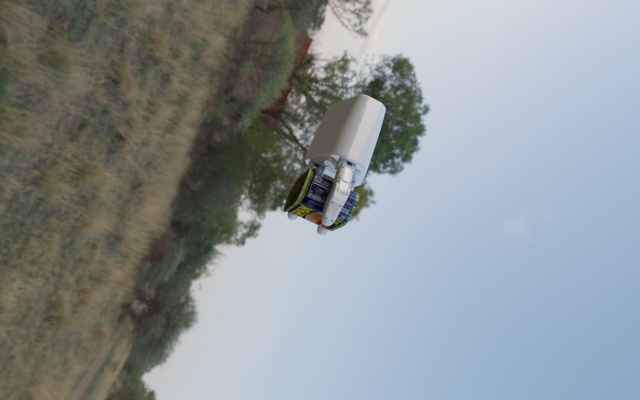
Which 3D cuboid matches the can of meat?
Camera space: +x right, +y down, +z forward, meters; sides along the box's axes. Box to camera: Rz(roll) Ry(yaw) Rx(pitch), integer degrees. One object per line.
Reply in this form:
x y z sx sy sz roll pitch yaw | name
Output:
0.000 0.003 0.715 0.084 0.057 0.102 25 -17 -12 | can of meat
